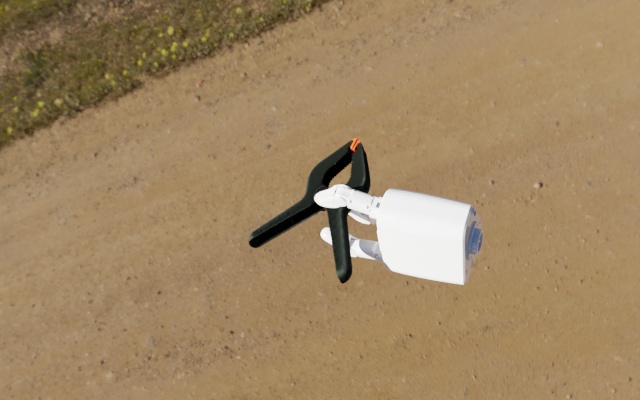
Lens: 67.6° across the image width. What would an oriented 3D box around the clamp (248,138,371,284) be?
[{"bbox_3d":[0.000,0.001,0.665,0.164,0.210,0.036,10,-27,28],"label":"clamp"}]
